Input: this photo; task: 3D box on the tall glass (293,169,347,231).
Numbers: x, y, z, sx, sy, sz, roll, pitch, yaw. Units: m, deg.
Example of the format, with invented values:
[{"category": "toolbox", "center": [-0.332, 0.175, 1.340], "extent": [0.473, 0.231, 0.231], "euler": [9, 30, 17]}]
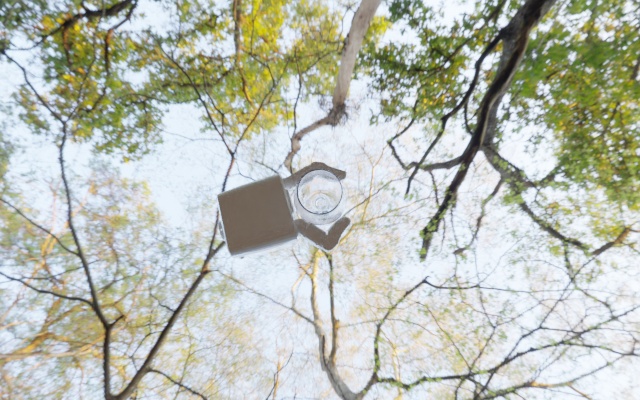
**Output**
[{"category": "tall glass", "center": [0.000, 0.002, 0.729], "extent": [0.079, 0.079, 0.201], "euler": [0, -8, 0]}]
